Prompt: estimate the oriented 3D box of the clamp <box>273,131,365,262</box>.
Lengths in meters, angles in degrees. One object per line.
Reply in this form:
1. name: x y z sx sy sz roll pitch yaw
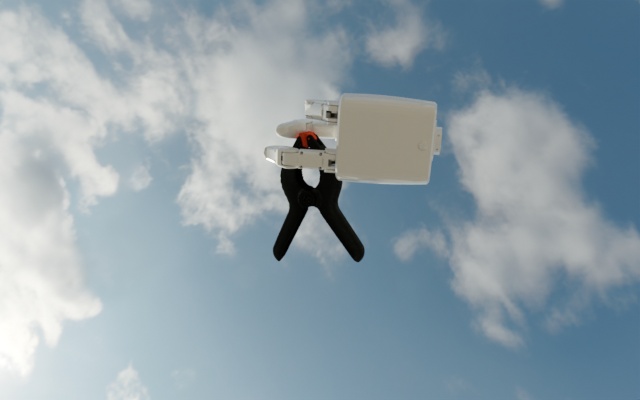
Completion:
1. clamp: 0.000 0.002 0.595 0.120 0.171 0.039 6 16 10
